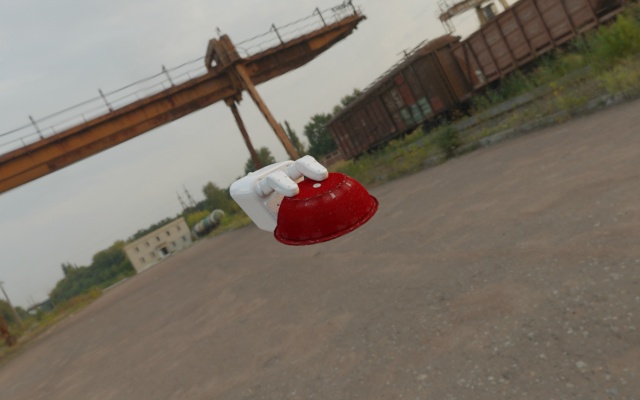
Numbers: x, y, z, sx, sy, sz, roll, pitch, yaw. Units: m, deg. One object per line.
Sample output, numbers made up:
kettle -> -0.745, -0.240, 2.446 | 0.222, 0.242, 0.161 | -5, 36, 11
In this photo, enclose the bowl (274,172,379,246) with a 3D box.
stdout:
bowl -> 0.001, 0.002, 0.696 | 0.162, 0.055, 0.162 | -16, 21, 6
